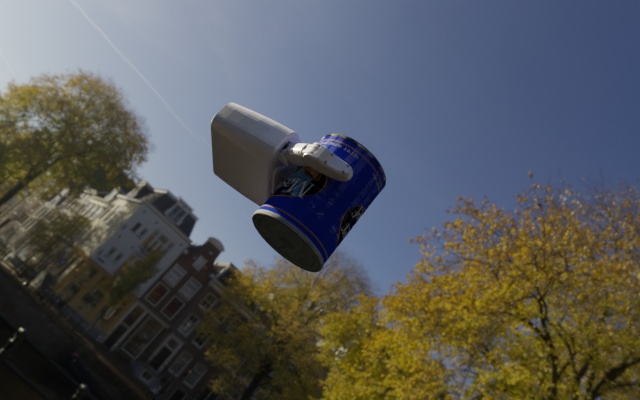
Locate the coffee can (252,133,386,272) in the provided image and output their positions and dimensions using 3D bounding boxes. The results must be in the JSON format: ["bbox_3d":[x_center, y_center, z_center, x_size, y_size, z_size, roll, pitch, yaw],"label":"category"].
[{"bbox_3d":[0.000,0.002,0.585,0.103,0.140,0.103,32,-25,17],"label":"coffee can"}]
